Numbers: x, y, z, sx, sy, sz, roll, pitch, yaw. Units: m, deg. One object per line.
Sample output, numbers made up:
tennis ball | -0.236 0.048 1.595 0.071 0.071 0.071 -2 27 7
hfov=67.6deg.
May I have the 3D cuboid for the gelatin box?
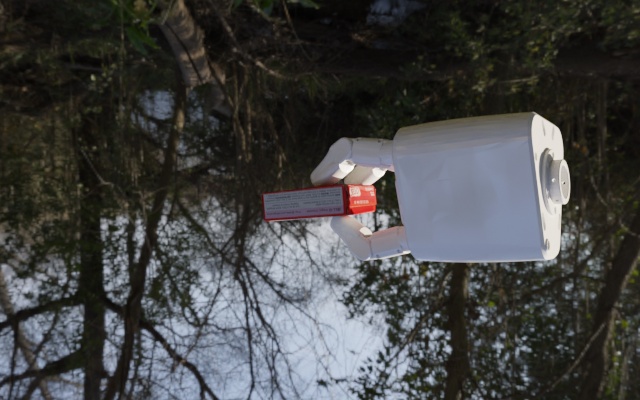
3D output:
gelatin box | 0.000 0.002 0.459 0.089 0.030 0.073 -6 -2 26
